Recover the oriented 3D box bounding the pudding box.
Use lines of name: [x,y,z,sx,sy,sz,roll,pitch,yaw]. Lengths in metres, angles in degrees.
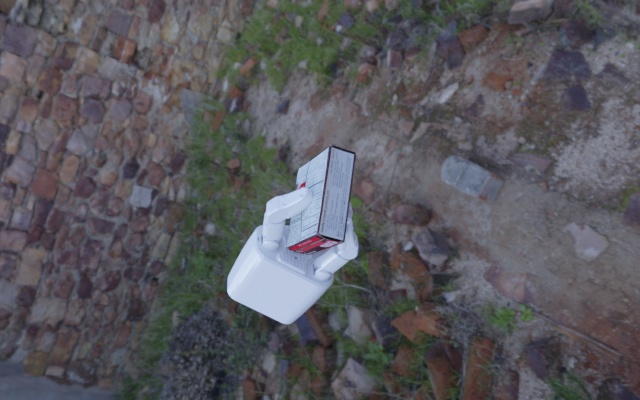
pudding box: [0.000,0.002,0.564,0.039,0.113,0.090,15,-20,-24]
